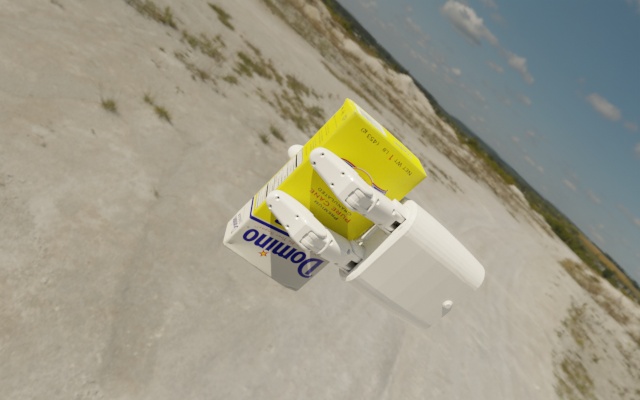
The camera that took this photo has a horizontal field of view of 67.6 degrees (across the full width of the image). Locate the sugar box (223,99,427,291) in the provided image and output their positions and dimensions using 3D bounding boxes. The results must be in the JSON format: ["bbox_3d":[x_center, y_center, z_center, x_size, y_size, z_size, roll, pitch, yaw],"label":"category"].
[{"bbox_3d":[0.000,0.002,0.444,0.093,0.176,0.048,38,19,-21],"label":"sugar box"}]
